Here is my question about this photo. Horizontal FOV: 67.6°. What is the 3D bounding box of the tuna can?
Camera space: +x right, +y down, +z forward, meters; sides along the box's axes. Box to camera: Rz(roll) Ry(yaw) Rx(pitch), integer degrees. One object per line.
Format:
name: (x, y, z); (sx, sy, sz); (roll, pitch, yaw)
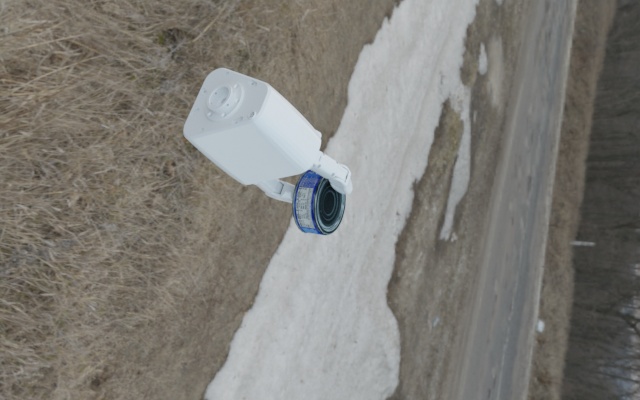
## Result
tuna can: (0.001, 0.002, 0.622); (0.034, 0.086, 0.086); (6, 3, 30)
